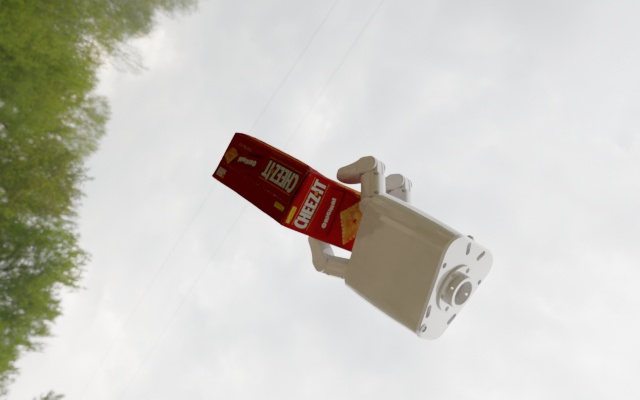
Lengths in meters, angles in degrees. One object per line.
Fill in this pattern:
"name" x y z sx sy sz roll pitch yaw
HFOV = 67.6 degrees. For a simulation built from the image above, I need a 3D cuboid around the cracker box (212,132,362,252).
"cracker box" 0.000 0.002 0.588 0.214 0.072 0.164 26 2 -43
